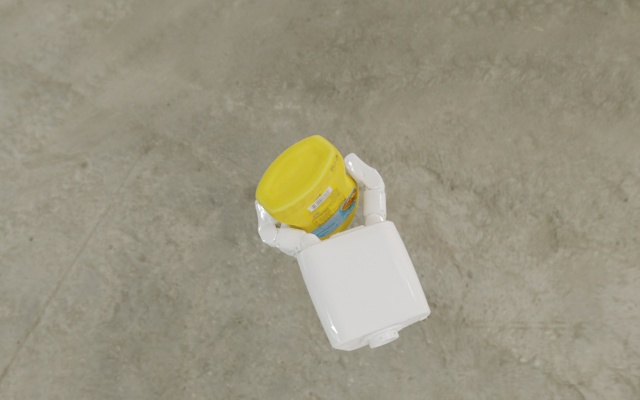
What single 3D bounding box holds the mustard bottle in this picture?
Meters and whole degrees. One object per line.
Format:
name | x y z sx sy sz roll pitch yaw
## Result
mustard bottle | 0.000 0.002 0.564 0.058 0.096 0.192 43 -2 25
